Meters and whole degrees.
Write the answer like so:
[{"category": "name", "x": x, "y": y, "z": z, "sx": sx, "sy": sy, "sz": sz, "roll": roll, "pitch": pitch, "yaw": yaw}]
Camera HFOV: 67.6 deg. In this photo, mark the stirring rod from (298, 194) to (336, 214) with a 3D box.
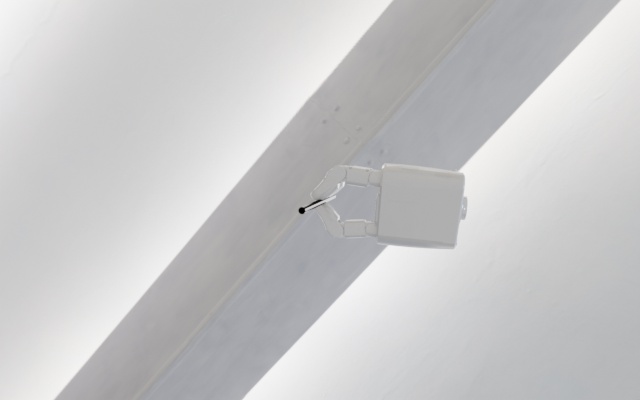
[{"category": "stirring rod", "x": 0.000, "y": 0.002, "z": 0.640, "sx": 0.011, "sy": 0.011, "sz": 0.239, "roll": 0, "pitch": 4, "yaw": 10}]
